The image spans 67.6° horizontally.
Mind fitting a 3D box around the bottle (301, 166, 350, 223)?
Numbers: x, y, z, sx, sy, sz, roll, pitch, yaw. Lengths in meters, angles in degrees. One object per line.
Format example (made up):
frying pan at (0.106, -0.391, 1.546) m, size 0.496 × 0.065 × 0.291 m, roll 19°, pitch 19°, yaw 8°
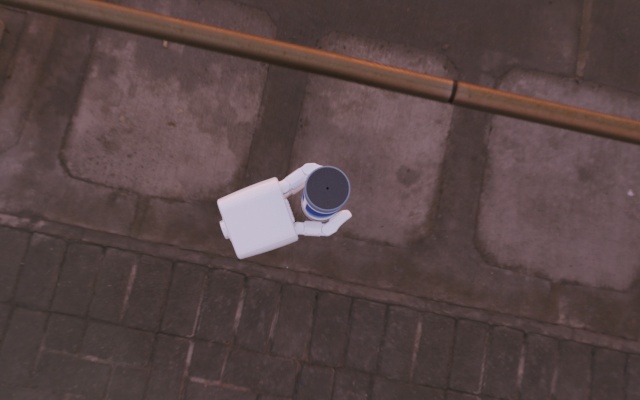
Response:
bottle at (0.000, 0.003, 0.832) m, size 0.069 × 0.069 × 0.296 m, roll 0°, pitch -8°, yaw -4°
